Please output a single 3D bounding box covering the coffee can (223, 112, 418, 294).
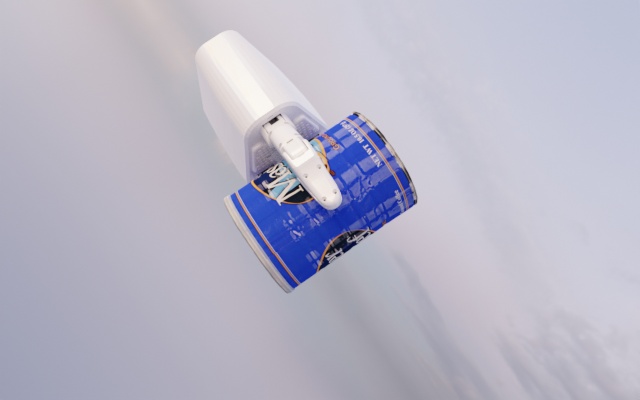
[{"bbox_3d":[0.000,0.002,0.430,0.140,0.103,0.103,-34,3,-4],"label":"coffee can"}]
